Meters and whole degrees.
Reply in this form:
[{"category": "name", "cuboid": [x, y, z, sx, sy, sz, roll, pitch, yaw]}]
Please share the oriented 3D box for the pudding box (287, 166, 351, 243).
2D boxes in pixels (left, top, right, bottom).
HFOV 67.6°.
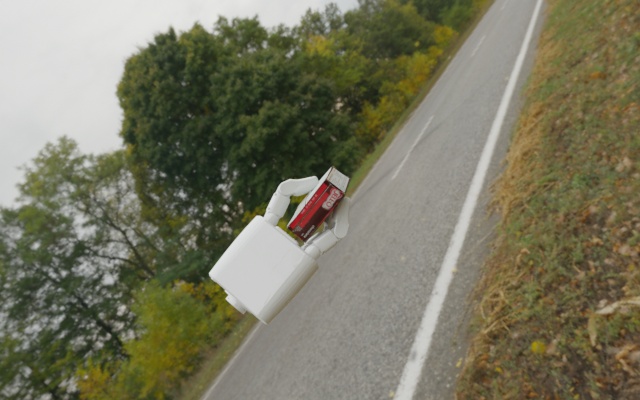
[{"category": "pudding box", "cuboid": [0.000, 0.002, 0.685, 0.039, 0.090, 0.113, 39, 15, -5]}]
